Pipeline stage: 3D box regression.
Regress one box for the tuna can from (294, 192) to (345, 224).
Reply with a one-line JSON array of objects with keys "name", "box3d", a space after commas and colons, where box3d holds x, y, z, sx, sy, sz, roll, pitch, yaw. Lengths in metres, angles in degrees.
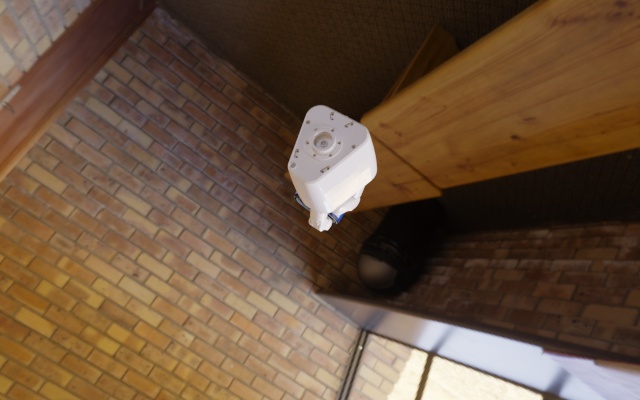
[{"name": "tuna can", "box3d": [0.000, 0.003, 0.775, 0.086, 0.033, 0.086, 30, -11, 6]}]
